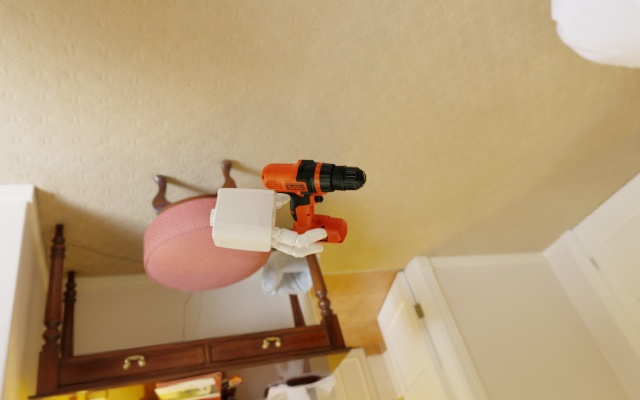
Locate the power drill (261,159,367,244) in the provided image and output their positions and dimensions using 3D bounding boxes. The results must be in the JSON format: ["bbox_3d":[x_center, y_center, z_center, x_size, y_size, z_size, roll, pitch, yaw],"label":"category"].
[{"bbox_3d":[0.000,0.003,0.870,0.184,0.057,0.188,4,-40,17],"label":"power drill"}]
